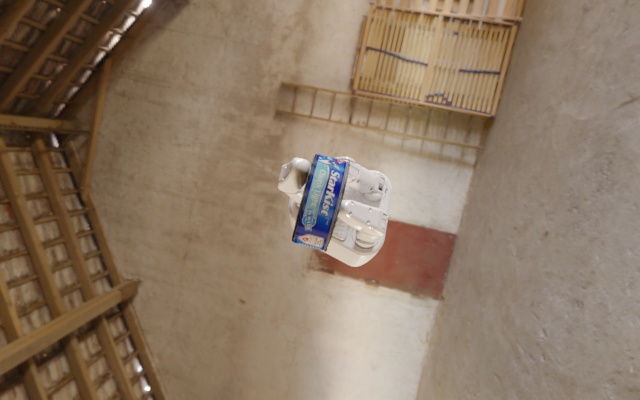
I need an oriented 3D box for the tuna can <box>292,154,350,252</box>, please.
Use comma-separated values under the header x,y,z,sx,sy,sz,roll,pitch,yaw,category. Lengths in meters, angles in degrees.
x,y,z,sx,sy,sz,roll,pitch,yaw,category
0.000,0.001,0.437,0.034,0.086,0.086,15,0,-1,tuna can
